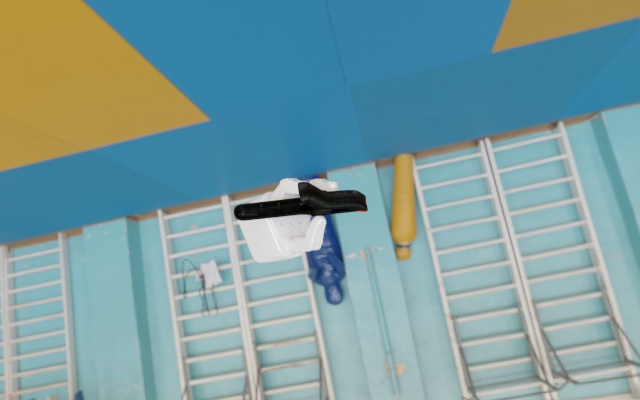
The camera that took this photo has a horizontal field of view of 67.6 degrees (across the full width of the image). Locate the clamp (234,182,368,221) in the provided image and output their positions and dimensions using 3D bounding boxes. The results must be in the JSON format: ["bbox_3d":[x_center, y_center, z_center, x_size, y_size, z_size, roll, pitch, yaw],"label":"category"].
[{"bbox_3d":[0.001,0.003,0.703,0.210,0.036,0.164,-1,-10,-35],"label":"clamp"}]
